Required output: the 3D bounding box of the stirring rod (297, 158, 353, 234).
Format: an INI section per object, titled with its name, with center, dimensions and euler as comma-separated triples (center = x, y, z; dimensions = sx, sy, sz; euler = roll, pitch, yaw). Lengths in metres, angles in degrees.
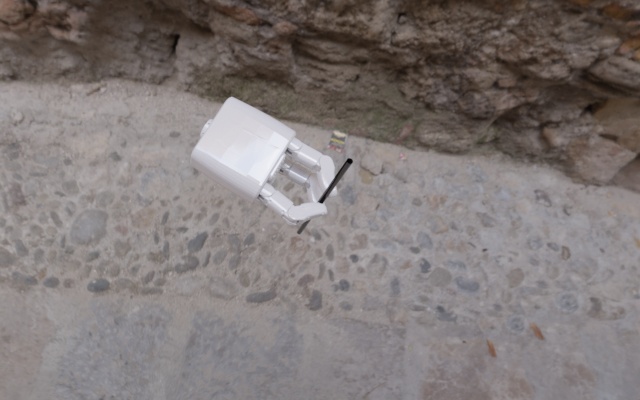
[stirring rod]
center = 0.000, 0.002, 0.673
dimensions = 0.011, 0.011, 0.240
euler = 0, -24, -19
